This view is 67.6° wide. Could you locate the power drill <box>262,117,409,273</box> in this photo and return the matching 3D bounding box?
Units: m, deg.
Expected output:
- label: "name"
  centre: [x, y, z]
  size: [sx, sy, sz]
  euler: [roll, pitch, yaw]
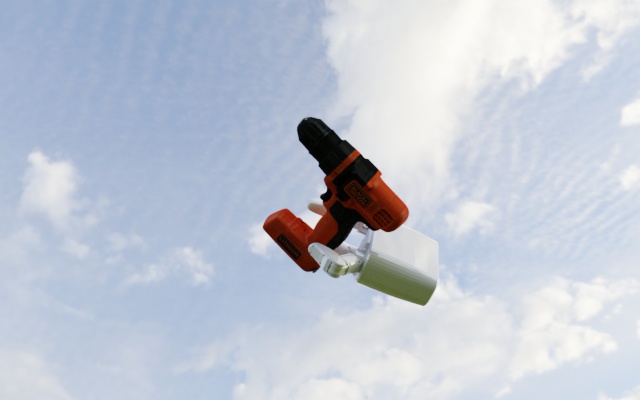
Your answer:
- label: "power drill"
  centre: [0.000, 0.003, 0.650]
  size: [0.188, 0.184, 0.057]
  euler: [-43, 0, 39]
